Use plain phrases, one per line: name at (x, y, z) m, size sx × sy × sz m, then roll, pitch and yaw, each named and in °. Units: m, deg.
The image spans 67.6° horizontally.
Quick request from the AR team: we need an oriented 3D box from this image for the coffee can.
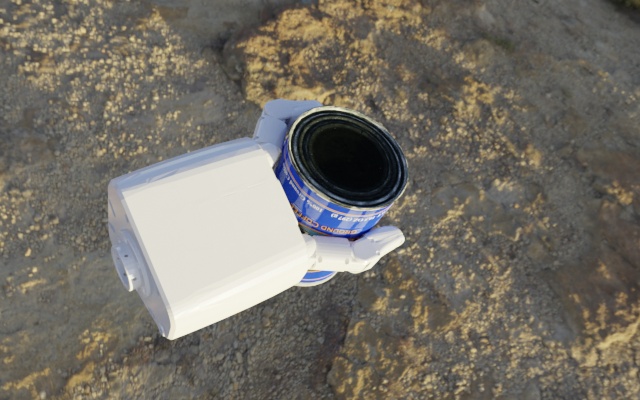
coffee can at (0.000, 0.001, 0.427) m, size 0.103 × 0.102 × 0.140 m, roll 0°, pitch -33°, yaw -23°
